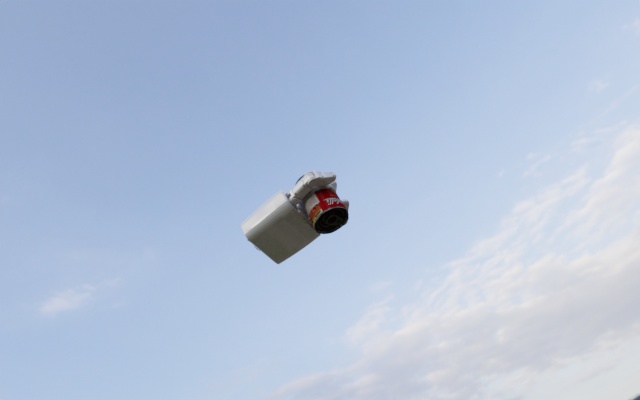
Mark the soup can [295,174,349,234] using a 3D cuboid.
[{"bbox_3d":[0.000,0.002,0.881,0.068,0.068,0.102,0,43,-32],"label":"soup can"}]
